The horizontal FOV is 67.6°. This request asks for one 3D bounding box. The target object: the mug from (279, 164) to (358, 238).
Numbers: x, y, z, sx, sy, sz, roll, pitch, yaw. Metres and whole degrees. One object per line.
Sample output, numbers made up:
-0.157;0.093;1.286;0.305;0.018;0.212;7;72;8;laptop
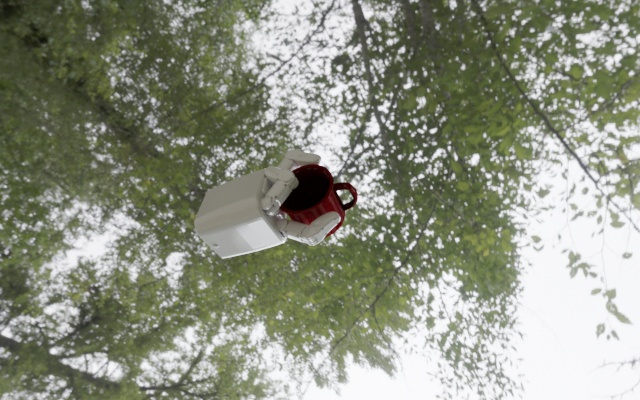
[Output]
0.002;0.002;0.728;0.117;0.093;0.082;-16;-42;13;mug
